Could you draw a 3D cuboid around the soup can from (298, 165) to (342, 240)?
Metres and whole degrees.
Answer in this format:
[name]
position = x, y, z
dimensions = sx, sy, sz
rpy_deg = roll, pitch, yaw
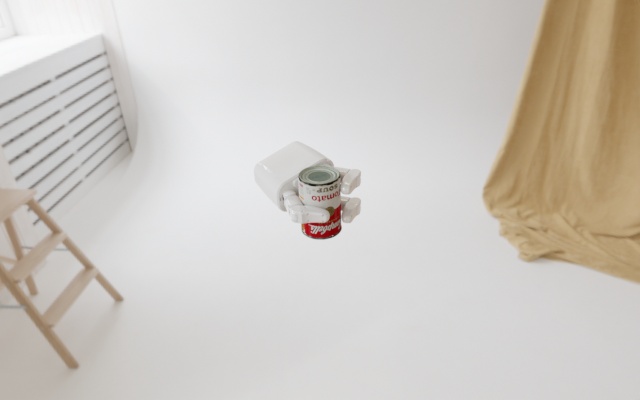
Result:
[soup can]
position = 0.000, 0.003, 0.767
dimensions = 0.068, 0.102, 0.068
rpy_deg = -2, 30, 1
